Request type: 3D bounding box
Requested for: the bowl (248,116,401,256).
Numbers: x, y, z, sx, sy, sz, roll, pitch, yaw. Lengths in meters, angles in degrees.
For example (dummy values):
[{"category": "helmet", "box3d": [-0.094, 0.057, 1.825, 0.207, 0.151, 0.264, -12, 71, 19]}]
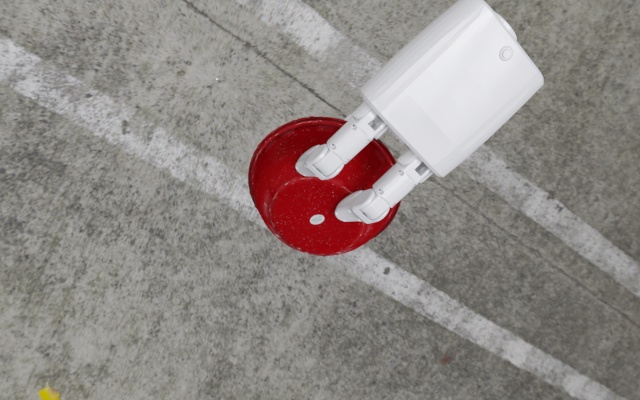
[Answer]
[{"category": "bowl", "box3d": [-0.001, 0.003, 0.475, 0.162, 0.162, 0.055, 0, 34, 10]}]
